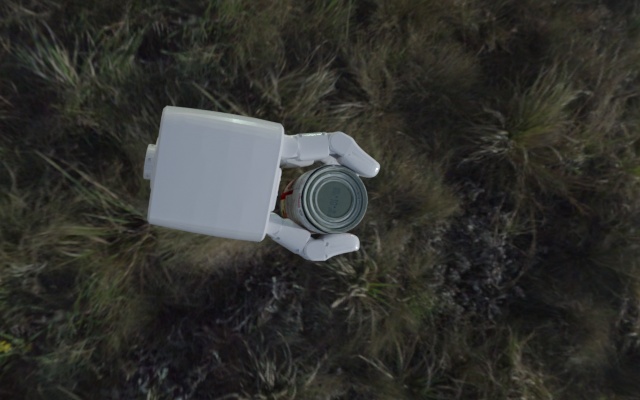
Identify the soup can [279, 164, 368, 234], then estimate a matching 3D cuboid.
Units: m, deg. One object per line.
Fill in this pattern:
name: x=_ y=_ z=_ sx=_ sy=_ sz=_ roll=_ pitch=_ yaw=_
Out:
soup can: x=0.001 y=0.002 z=0.496 sx=0.068 sy=0.068 sz=0.102 roll=0 pitch=-3 yaw=-16
